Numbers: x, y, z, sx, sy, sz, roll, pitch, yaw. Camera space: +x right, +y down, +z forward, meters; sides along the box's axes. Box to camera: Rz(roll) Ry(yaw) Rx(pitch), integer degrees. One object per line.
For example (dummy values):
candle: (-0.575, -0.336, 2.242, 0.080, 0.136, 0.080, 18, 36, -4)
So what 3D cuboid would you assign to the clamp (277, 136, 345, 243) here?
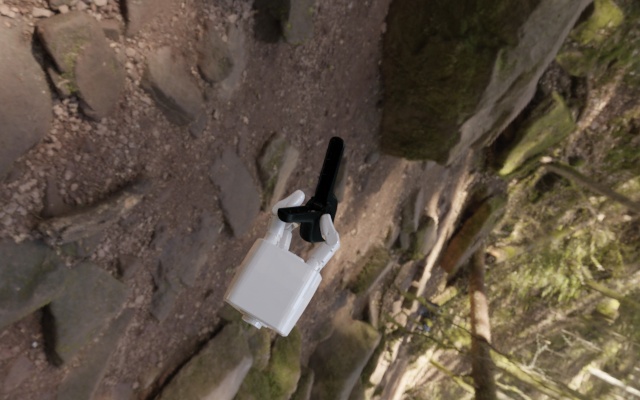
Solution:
clamp: (0.001, 0.003, 0.787, 0.036, 0.164, 0.210, 27, -19, 20)
